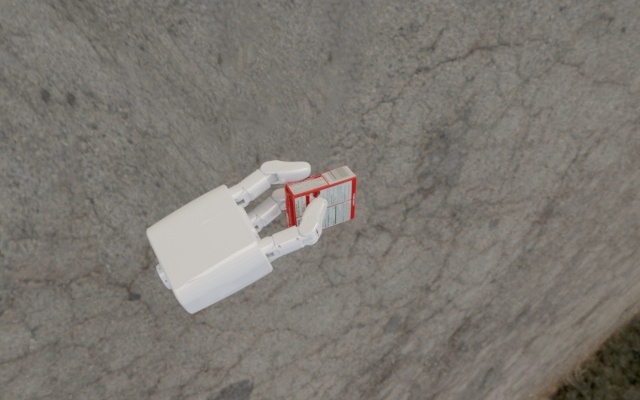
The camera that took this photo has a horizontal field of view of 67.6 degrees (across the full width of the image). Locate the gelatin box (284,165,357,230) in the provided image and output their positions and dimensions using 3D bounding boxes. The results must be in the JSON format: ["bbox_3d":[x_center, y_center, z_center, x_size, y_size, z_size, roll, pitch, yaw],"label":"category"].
[{"bbox_3d":[0.001,0.002,0.602,0.089,0.073,0.030,-18,45,-18],"label":"gelatin box"}]
